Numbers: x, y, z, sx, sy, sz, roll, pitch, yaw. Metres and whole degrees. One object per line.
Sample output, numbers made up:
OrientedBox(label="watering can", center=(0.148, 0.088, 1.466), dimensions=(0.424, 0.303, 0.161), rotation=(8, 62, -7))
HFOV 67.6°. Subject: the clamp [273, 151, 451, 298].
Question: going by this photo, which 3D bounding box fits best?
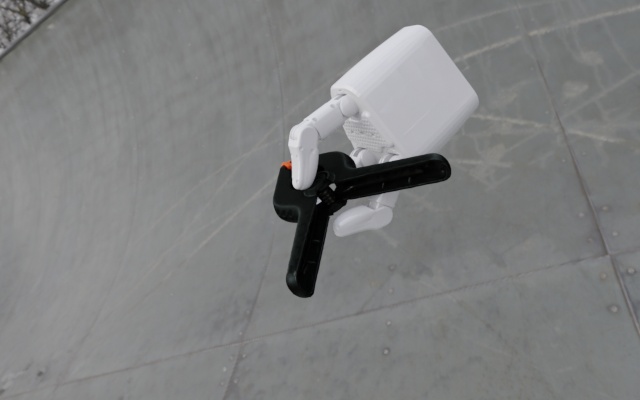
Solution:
OrientedBox(label="clamp", center=(0.000, 0.001, 0.454), dimensions=(0.164, 0.036, 0.210), rotation=(-42, 28, -14))
